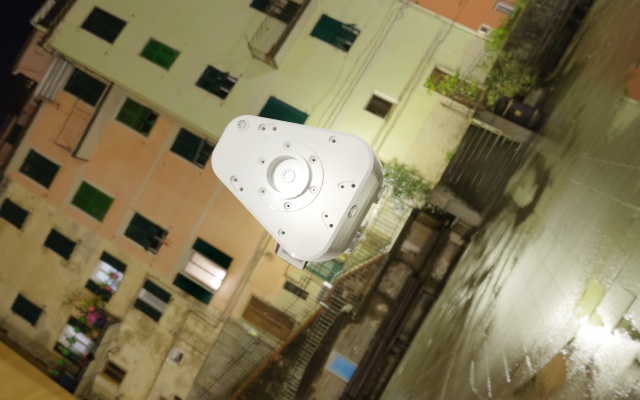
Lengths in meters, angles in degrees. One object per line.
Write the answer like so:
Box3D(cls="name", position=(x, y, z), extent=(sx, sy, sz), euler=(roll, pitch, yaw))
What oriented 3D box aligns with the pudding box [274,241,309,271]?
Box3D(cls="pudding box", position=(0.000, 0.002, 0.488), extent=(0.039, 0.113, 0.090), euler=(29, 29, 8))
